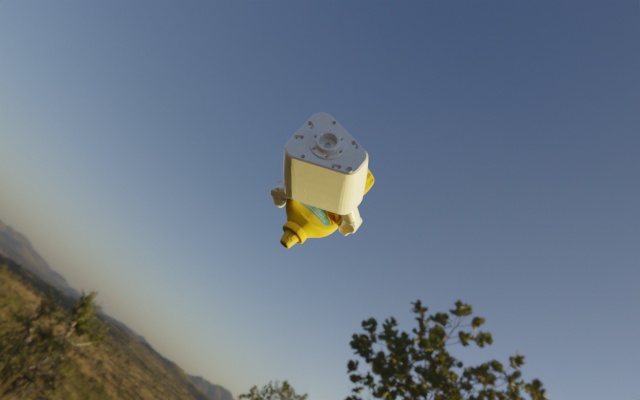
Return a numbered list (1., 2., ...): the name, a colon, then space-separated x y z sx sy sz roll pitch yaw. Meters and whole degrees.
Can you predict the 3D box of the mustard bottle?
1. mustard bottle: 0.000 0.003 0.781 0.096 0.191 0.058 43 -25 -6
